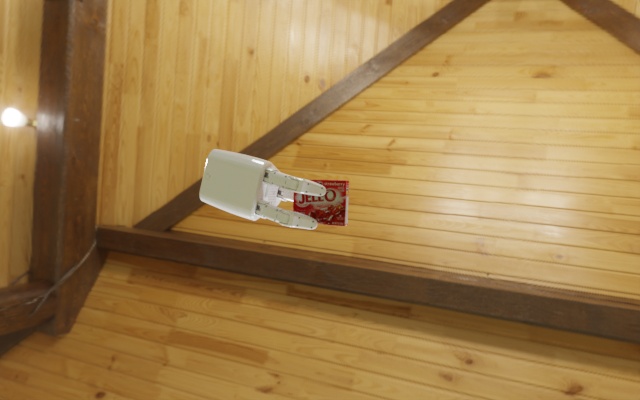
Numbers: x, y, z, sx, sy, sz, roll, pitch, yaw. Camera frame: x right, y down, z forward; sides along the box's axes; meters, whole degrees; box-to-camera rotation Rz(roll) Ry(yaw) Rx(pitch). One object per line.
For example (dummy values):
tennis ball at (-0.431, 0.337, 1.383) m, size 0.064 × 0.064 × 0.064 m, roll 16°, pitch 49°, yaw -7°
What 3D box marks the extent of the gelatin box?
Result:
gelatin box at (0.001, 0.003, 0.772) m, size 0.089 × 0.073 × 0.030 m, roll 3°, pitch 2°, yaw 14°
